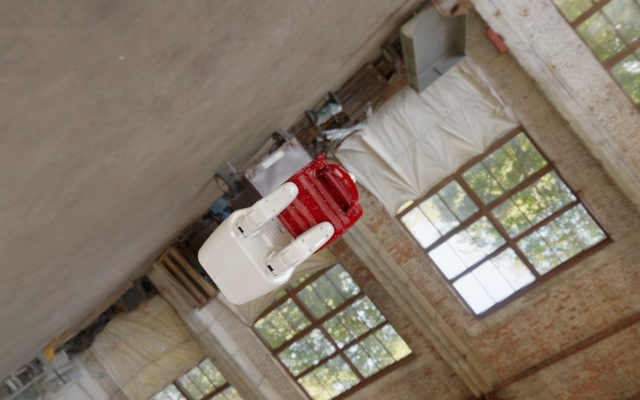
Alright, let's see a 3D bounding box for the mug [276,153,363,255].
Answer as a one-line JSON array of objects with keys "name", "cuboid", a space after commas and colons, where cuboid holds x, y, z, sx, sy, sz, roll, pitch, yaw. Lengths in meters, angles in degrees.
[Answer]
[{"name": "mug", "cuboid": [0.001, 0.001, 0.528, 0.093, 0.081, 0.117, -40, 3, -42]}]
